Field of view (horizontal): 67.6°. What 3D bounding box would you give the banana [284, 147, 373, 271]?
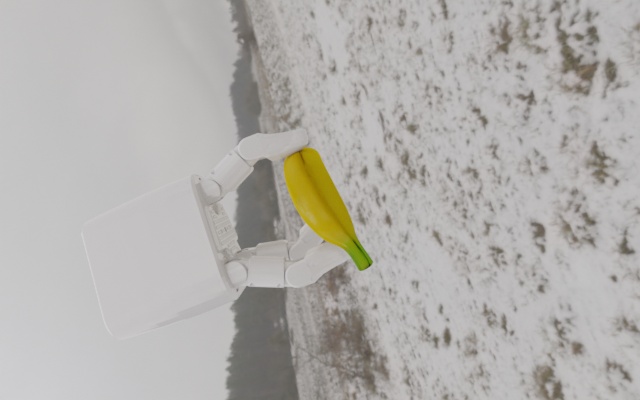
[{"bbox_3d":[-0.007,-0.012,0.418,0.037,0.070,0.197,-26,28,2],"label":"banana"}]
